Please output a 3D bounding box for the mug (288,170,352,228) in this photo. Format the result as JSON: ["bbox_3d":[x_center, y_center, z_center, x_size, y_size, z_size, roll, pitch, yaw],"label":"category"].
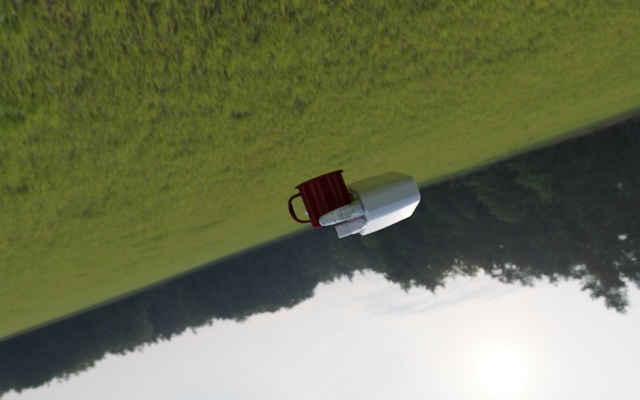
[{"bbox_3d":[-0.001,0.003,0.854,0.117,0.081,0.093,-20,-3,-9],"label":"mug"}]
